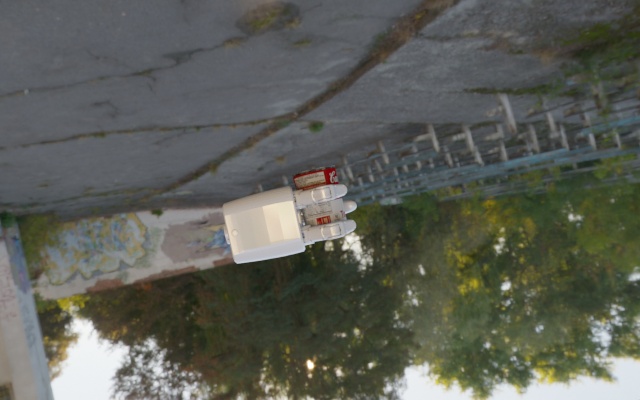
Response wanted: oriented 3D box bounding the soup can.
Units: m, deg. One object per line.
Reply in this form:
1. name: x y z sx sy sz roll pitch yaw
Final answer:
1. soup can: 0.001 0.003 0.738 0.068 0.102 0.068 -13 0 0
